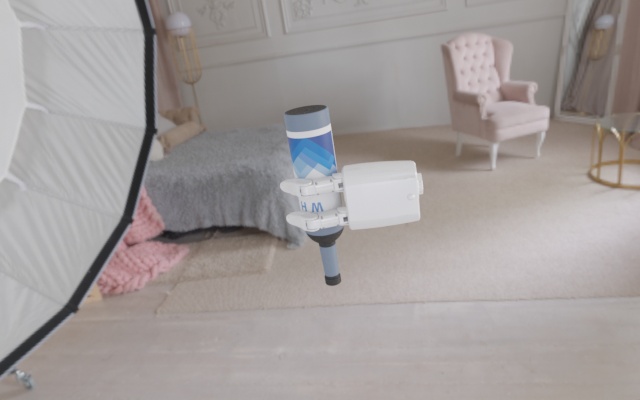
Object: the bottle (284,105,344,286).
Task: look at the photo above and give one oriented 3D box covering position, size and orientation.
[{"bbox_3d":[0.000,0.002,0.754,0.069,0.296,0.069,-8,22,3],"label":"bottle"}]
